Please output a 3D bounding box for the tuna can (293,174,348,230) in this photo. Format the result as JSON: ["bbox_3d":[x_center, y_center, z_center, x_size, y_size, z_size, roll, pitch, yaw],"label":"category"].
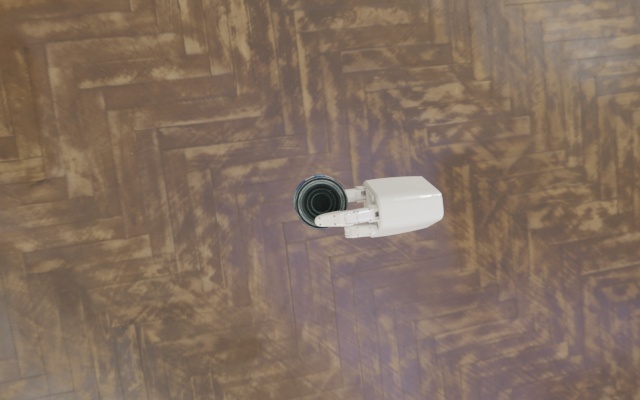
[{"bbox_3d":[0.000,0.003,0.757,0.086,0.086,0.033,0,7,-6],"label":"tuna can"}]
